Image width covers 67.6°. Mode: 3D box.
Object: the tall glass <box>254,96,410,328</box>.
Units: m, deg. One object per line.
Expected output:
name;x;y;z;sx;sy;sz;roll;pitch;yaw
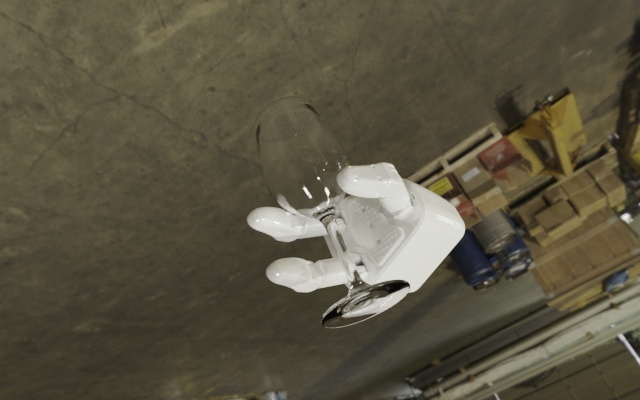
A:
tall glass;0.000;0.002;0.413;0.079;0.201;0.079;-18;-29;-11
